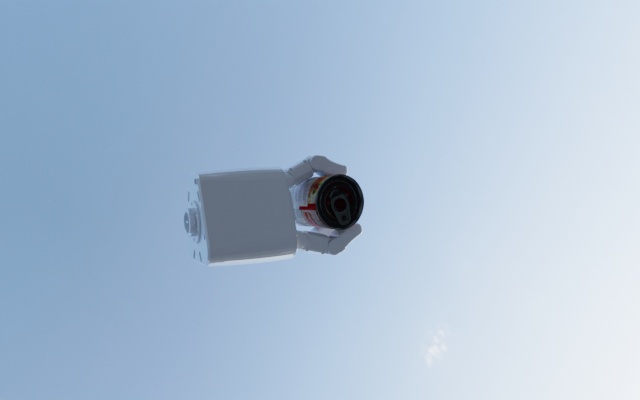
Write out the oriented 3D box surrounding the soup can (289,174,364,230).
[{"bbox_3d":[0.000,0.002,0.619,0.068,0.068,0.102,0,0,-29],"label":"soup can"}]
